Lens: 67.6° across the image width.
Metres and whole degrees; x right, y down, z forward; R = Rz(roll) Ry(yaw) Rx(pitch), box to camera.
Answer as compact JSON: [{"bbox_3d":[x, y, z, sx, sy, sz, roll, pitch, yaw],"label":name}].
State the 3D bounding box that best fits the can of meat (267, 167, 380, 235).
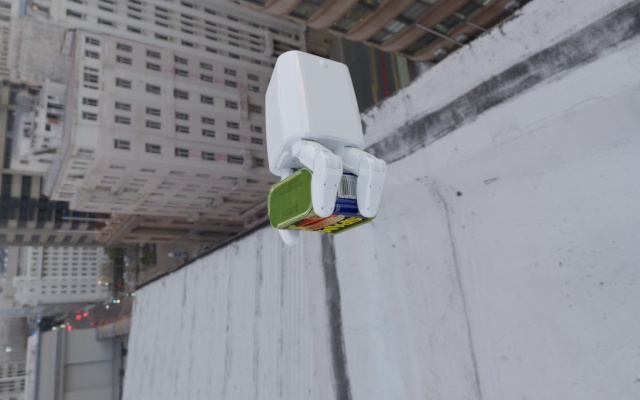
[{"bbox_3d":[0.000,0.002,0.529,0.084,0.057,0.102,5,-18,-33],"label":"can of meat"}]
